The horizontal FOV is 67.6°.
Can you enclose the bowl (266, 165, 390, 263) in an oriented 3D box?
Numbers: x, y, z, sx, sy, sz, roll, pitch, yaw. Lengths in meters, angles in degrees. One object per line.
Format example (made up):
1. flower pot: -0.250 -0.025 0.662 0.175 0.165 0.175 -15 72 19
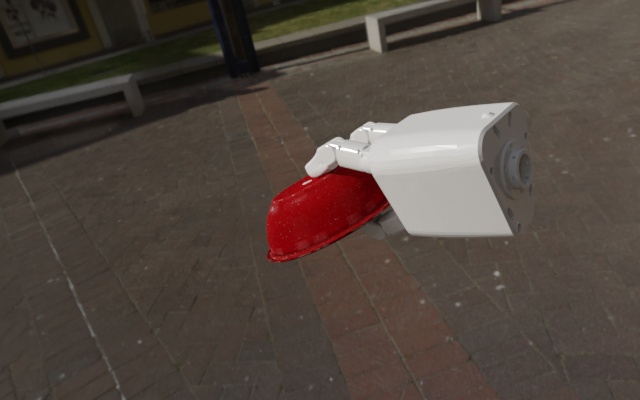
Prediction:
1. bowl: -0.001 0.002 0.522 0.162 0.055 0.162 -28 10 5
